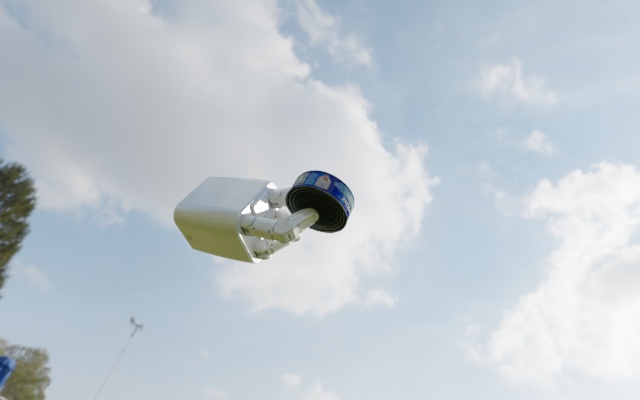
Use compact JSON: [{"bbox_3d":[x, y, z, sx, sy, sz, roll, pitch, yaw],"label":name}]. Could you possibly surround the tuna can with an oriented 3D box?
[{"bbox_3d":[0.000,0.002,0.619,0.086,0.033,0.086,17,-38,14],"label":"tuna can"}]
